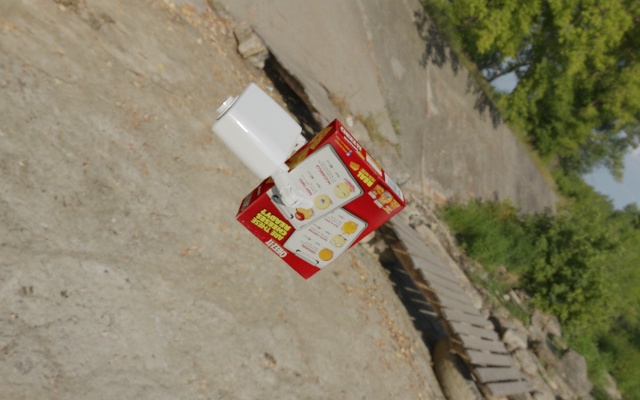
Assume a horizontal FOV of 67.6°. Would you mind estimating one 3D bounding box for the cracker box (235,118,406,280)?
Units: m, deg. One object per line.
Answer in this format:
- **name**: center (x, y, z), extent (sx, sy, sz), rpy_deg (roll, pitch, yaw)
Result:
- **cracker box**: center (0.000, 0.002, 0.757), extent (0.214, 0.164, 0.072), rpy_deg (-39, 20, 20)
